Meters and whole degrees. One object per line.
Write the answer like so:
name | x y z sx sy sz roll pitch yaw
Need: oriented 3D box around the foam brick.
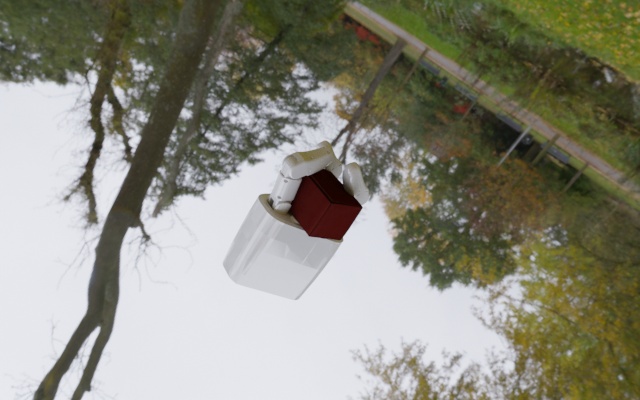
foam brick | 0.000 0.002 0.553 0.053 0.051 0.078 12 29 -43
